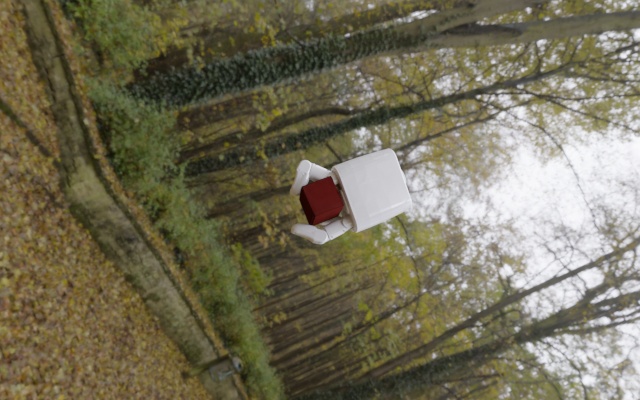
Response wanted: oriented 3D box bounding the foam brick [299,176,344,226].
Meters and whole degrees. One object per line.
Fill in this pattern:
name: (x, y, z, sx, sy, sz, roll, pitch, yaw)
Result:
foam brick: (0.000, 0.003, 0.757, 0.051, 0.053, 0.078, -20, -12, -10)
